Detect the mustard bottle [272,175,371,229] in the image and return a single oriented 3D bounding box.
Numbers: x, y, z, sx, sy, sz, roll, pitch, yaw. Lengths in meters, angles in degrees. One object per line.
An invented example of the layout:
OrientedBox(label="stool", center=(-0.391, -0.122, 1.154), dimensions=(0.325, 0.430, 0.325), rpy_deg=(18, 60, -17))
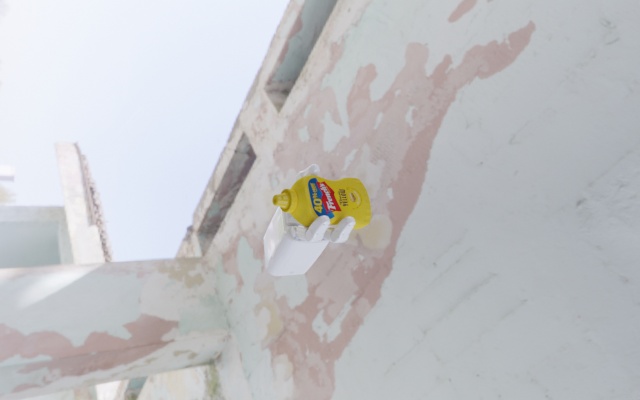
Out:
OrientedBox(label="mustard bottle", center=(0.001, 0.003, 0.851), dimensions=(0.191, 0.096, 0.058), rpy_deg=(2, -22, -36))
